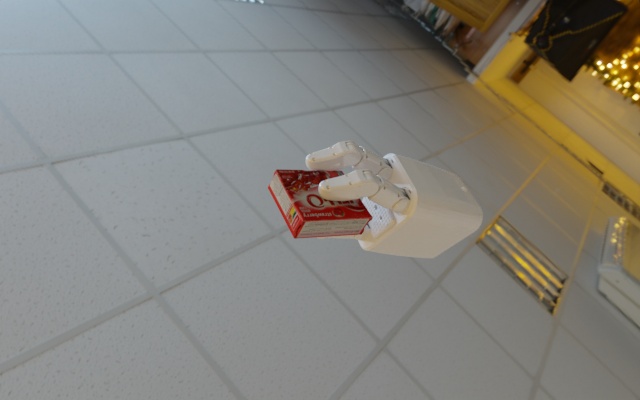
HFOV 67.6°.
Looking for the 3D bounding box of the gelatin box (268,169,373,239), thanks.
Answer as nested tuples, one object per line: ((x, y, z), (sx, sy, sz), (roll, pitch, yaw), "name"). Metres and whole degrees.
((0.000, 0.002, 0.497), (0.089, 0.073, 0.030), (-1, -44, -35), "gelatin box")
